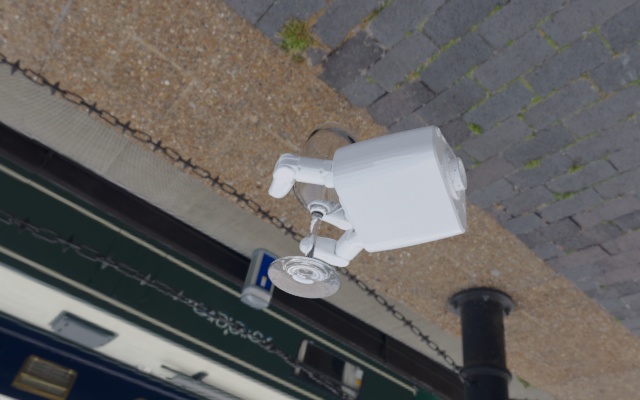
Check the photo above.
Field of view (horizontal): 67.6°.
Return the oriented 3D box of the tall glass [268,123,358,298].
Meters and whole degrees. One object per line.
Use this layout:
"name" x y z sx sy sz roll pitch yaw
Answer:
"tall glass" 0.000 0.002 0.532 0.079 0.201 0.079 7 -39 6
